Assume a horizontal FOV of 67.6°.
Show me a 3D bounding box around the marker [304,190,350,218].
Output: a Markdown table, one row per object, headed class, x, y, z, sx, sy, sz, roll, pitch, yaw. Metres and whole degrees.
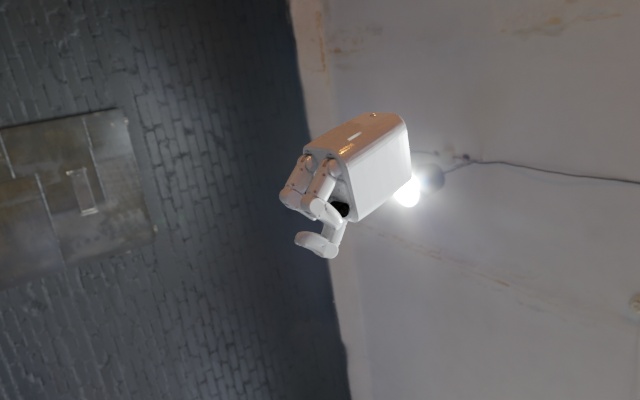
| class | x | y | z | sx | sy | sz | roll | pitch | yaw |
| --- | --- | --- | --- | --- | --- | --- | --- | --- | --- |
| marker | 0.000 | 0.002 | 0.627 | 0.020 | 0.020 | 0.121 | 0 | 10 | -32 |
